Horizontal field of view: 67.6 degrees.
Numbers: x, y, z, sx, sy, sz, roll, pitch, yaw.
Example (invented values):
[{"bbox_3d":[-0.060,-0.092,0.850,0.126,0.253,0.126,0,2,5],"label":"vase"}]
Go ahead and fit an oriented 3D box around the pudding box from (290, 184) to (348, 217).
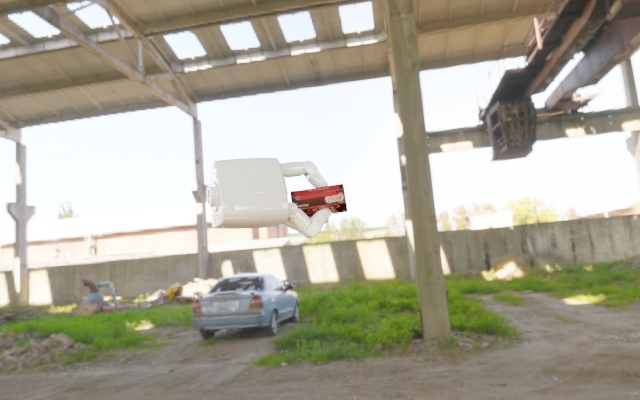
[{"bbox_3d":[0.000,0.003,0.826,0.090,0.039,0.113,-7,-7,4],"label":"pudding box"}]
